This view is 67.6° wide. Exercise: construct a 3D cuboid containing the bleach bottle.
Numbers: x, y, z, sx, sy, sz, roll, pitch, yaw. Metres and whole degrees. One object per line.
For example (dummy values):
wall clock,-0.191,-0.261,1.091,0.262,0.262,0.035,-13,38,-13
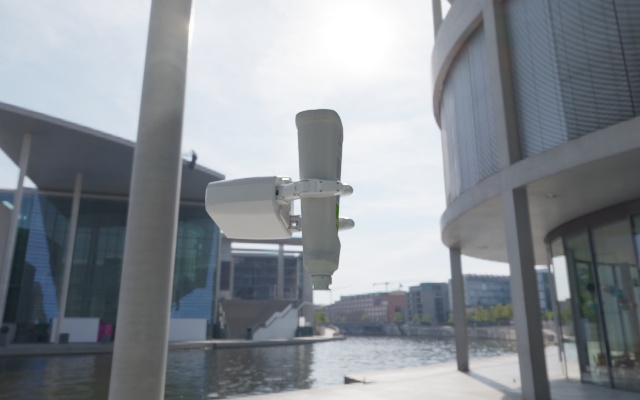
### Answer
bleach bottle,0.000,0.002,0.693,0.068,0.250,0.102,-3,-15,10
